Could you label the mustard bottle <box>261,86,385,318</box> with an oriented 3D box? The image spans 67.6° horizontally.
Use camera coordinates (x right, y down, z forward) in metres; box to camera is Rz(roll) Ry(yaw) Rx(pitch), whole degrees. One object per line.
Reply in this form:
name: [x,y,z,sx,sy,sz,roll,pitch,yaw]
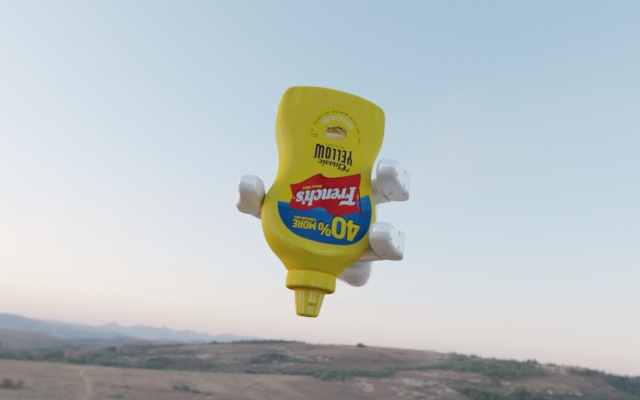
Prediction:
mustard bottle: [0.000,0.001,0.406,0.096,0.191,0.058,12,-19,-14]
